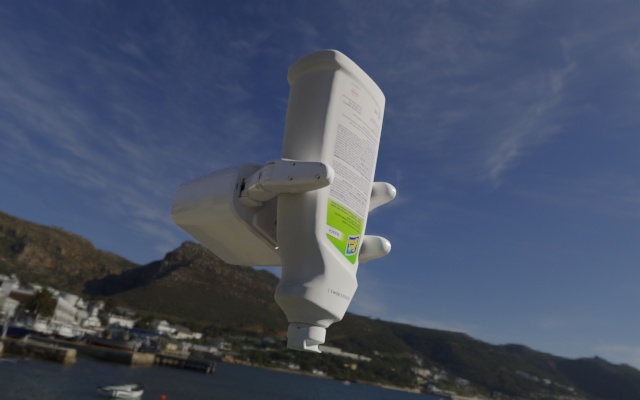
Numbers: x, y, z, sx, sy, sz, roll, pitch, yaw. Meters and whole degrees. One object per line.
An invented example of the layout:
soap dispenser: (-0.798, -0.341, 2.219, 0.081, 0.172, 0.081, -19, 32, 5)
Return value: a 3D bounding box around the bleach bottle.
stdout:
bleach bottle: (0.000, 0.001, 0.421, 0.068, 0.250, 0.102, -8, -26, 40)
